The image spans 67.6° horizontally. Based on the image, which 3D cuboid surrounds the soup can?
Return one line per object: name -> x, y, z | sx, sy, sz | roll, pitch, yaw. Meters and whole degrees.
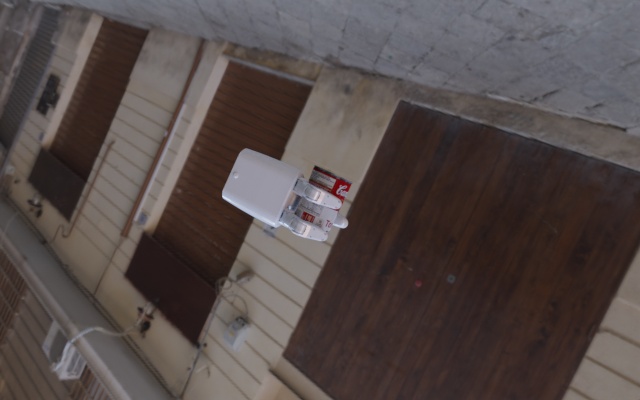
soup can -> 0.000, 0.003, 0.775 | 0.068, 0.102, 0.068 | 25, 4, -2
